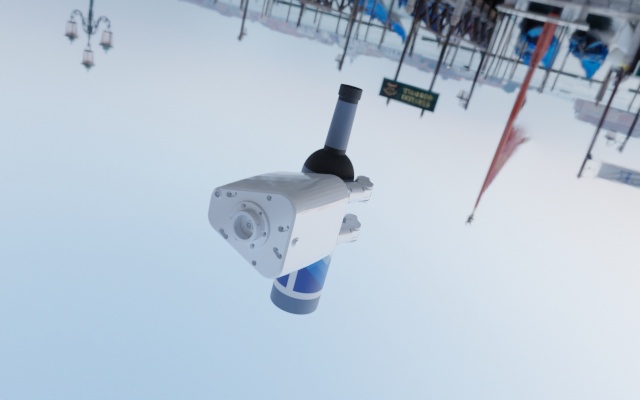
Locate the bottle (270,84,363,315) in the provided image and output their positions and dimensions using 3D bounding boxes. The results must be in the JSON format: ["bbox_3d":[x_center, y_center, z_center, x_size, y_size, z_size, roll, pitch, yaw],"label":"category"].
[{"bbox_3d":[0.000,0.002,0.603,0.069,0.296,0.069,14,19,-5],"label":"bottle"}]
